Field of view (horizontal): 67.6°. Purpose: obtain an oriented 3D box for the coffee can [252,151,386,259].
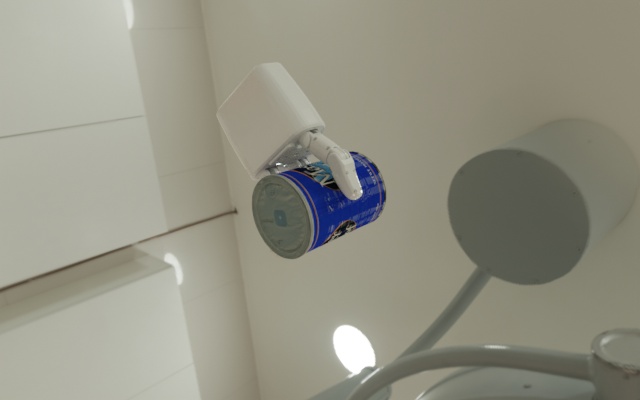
[{"bbox_3d":[0.000,0.002,0.602,0.103,0.103,0.140,0,15,46],"label":"coffee can"}]
